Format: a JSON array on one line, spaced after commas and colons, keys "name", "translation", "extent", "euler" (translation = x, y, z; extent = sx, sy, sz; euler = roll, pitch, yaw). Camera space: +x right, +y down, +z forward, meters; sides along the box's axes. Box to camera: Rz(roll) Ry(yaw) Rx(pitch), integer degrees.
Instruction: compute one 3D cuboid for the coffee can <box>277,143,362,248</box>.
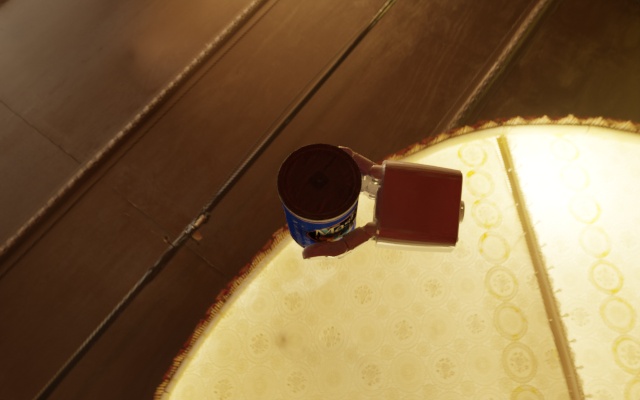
[{"name": "coffee can", "translation": [0.000, 0.002, 0.636], "extent": [0.103, 0.102, 0.140], "euler": [0, -22, 1]}]
